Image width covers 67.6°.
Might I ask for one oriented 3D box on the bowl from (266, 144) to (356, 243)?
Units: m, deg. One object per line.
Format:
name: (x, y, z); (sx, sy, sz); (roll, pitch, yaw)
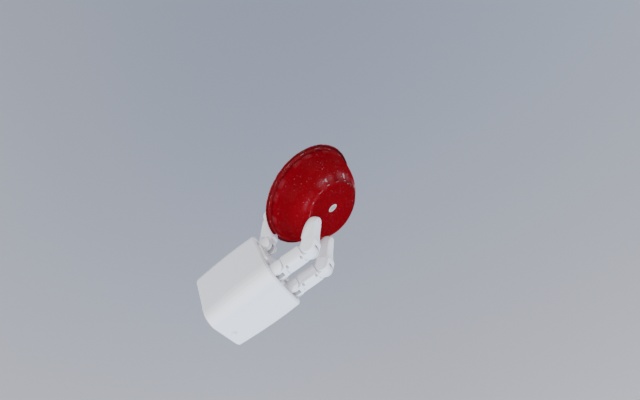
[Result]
bowl: (0.001, 0.001, 0.702); (0.162, 0.162, 0.055); (0, 24, -47)
